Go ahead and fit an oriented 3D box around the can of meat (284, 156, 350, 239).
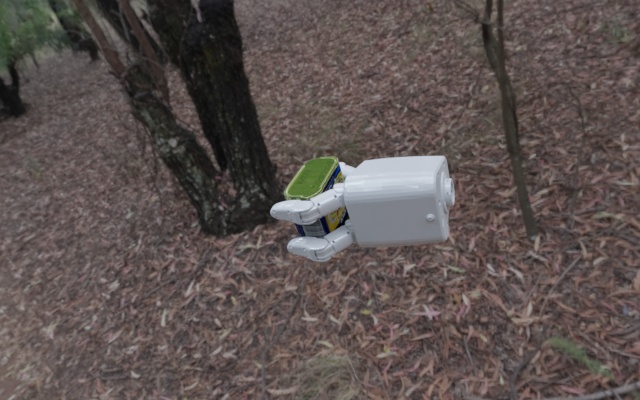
[{"bbox_3d":[0.000,0.002,0.626,0.057,0.084,0.102,-2,35,25],"label":"can of meat"}]
